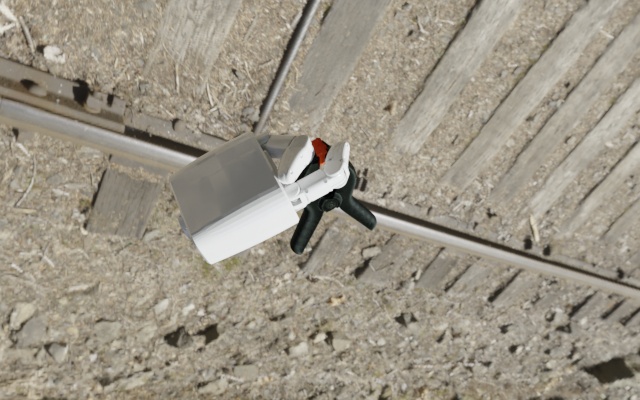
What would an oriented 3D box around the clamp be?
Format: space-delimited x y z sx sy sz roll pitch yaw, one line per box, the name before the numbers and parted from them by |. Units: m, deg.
clamp | 0.000 0.002 0.592 0.120 0.172 0.039 -28 44 -5
